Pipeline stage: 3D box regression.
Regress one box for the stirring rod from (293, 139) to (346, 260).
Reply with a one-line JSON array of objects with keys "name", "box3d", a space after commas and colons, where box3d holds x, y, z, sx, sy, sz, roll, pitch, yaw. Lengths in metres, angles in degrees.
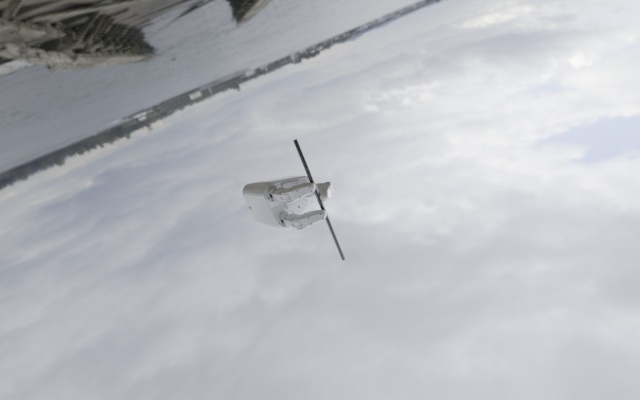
[{"name": "stirring rod", "box3d": [0.000, 0.003, 0.853, 0.011, 0.239, 0.011, -20, 17, 7]}]
